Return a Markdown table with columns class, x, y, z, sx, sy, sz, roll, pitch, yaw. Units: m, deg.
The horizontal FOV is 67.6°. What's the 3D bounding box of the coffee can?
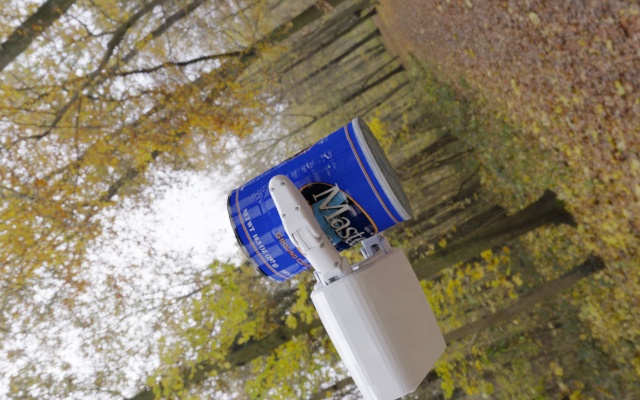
| class | x | y | z | sx | sy | sz | roll | pitch | yaw |
| --- | --- | --- | --- | --- | --- | --- | --- | --- | --- |
| coffee can | 0.000 | 0.001 | 0.446 | 0.140 | 0.103 | 0.103 | -28 | -8 | 14 |
